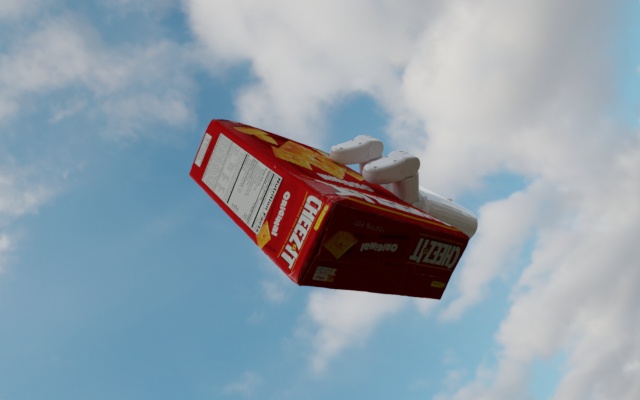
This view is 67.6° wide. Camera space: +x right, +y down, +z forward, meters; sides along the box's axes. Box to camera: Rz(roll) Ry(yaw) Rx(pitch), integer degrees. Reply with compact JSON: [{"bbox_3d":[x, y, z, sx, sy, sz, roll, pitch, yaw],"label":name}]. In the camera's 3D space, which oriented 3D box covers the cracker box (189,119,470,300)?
[{"bbox_3d":[0.000,0.002,0.436,0.164,0.072,0.213,14,14,-40],"label":"cracker box"}]
